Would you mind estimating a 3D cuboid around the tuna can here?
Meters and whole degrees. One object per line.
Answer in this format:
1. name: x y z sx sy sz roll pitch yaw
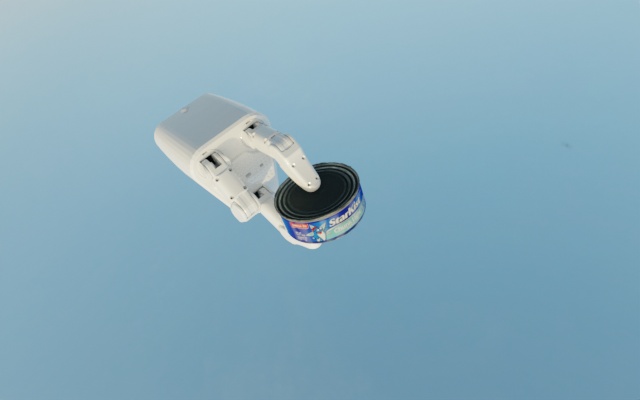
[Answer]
1. tuna can: 0.000 0.002 0.466 0.086 0.034 0.086 -13 38 10
